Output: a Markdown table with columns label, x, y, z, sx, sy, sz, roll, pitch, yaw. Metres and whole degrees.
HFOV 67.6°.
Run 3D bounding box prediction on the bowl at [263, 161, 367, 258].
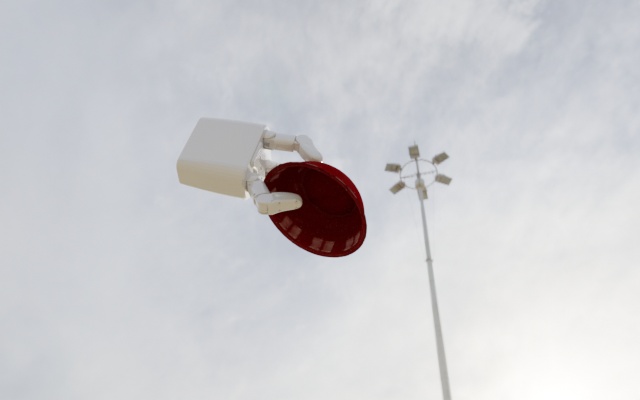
| label | x | y | z | sx | sy | sz | roll | pitch | yaw |
| --- | --- | --- | --- | --- | --- | --- | --- | --- | --- |
| bowl | 0.001 | 0.003 | 0.668 | 0.162 | 0.162 | 0.055 | 0 | 35 | 34 |
